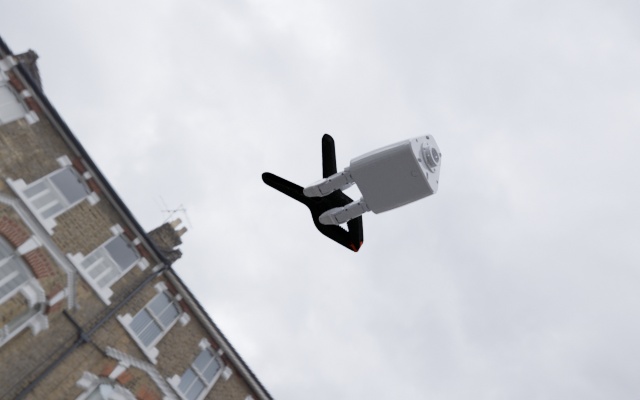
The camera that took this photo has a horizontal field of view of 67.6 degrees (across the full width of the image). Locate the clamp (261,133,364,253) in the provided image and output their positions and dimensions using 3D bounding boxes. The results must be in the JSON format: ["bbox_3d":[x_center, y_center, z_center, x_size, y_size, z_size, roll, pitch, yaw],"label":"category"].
[{"bbox_3d":[0.001,0.003,0.820,0.164,0.210,0.036,-19,19,36],"label":"clamp"}]
